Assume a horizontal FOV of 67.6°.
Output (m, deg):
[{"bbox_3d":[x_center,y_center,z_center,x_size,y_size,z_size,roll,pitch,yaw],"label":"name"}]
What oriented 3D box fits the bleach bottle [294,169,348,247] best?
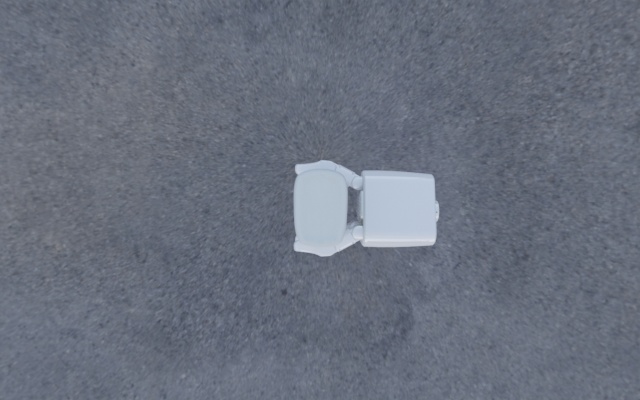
[{"bbox_3d":[0.000,0.002,0.714,0.068,0.102,0.251,1,5,0],"label":"bleach bottle"}]
